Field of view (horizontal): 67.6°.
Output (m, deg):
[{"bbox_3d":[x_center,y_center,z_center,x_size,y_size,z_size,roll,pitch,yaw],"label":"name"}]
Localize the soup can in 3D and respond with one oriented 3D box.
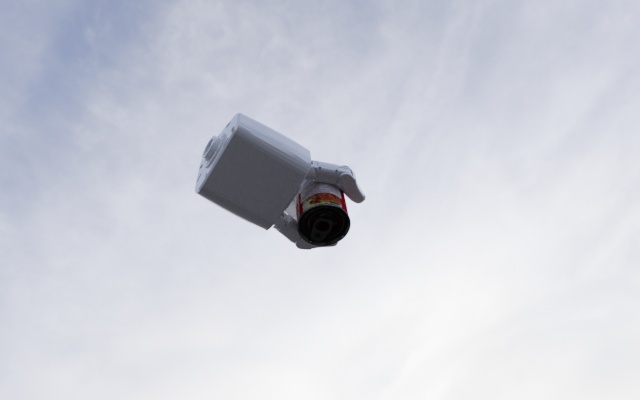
[{"bbox_3d":[0.001,0.002,0.640,0.068,0.069,0.102,0,37,-6],"label":"soup can"}]
